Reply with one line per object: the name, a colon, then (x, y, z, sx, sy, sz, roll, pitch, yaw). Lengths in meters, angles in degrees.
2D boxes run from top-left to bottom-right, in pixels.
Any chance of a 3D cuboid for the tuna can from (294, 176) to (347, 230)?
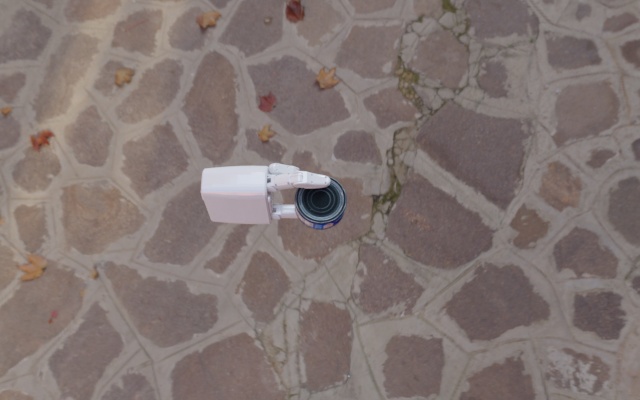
tuna can: (0.000, 0.002, 0.779, 0.086, 0.086, 0.034, 0, -20, -3)
